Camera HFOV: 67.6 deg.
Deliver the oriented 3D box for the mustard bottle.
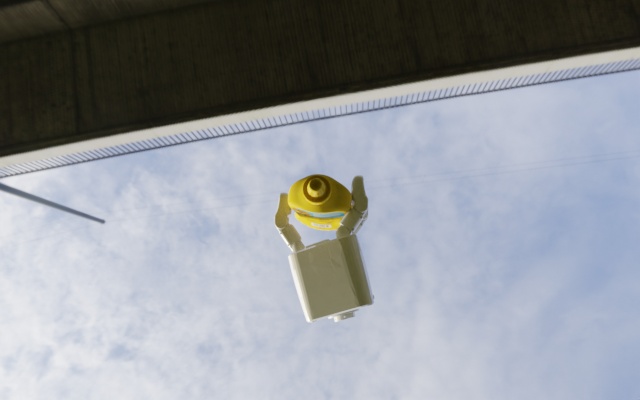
[{"bbox_3d":[0.000,0.002,0.733,0.096,0.058,0.192,7,-13,6],"label":"mustard bottle"}]
